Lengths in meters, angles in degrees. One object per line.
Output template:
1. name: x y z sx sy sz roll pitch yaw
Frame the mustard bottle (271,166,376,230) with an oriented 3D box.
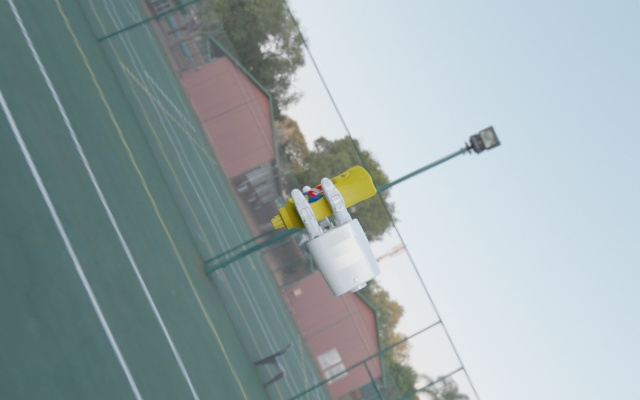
1. mustard bottle: 0.000 0.002 0.868 0.191 0.058 0.096 -26 20 -5
